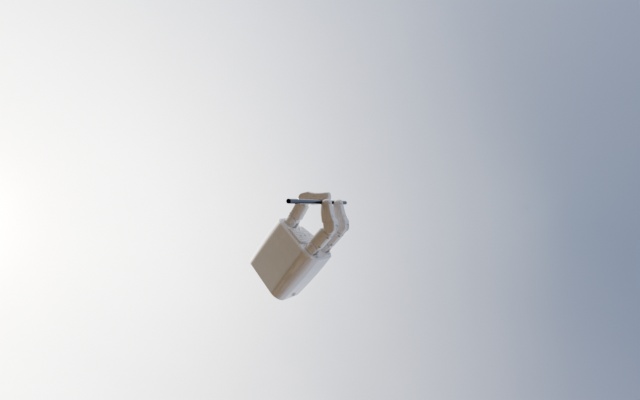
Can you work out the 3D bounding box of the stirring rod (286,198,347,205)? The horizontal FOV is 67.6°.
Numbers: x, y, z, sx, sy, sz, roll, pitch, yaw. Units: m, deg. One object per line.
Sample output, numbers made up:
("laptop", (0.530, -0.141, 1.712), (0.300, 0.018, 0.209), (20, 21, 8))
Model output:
("stirring rod", (0.000, 0.003, 0.817), (0.011, 0.011, 0.239), (0, -1, 23))
